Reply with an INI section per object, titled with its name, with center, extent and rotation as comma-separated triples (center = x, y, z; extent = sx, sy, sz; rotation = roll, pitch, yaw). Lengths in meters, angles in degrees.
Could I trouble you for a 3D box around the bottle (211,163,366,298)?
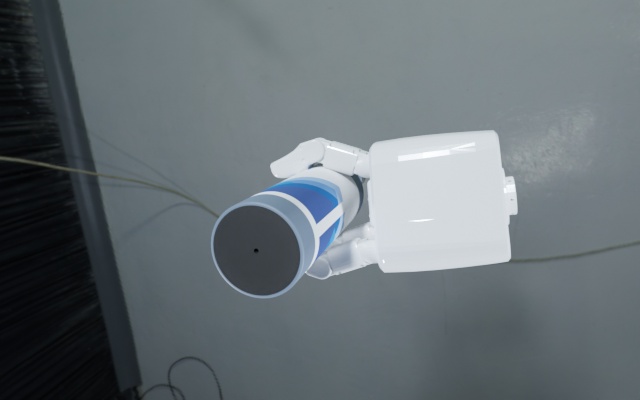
[bottle]
center = 0.000, 0.002, 0.448
extent = 0.069, 0.069, 0.295
rotation = 0, 12, 17
